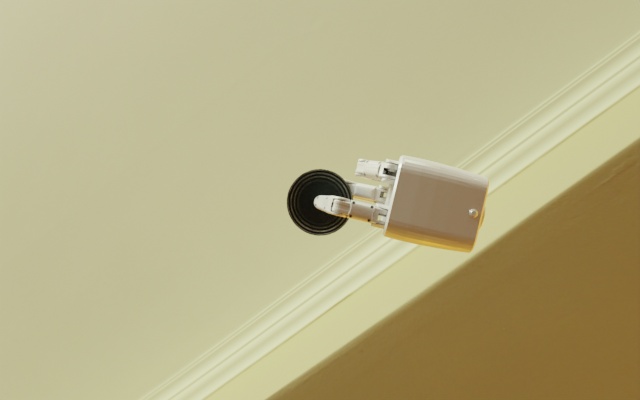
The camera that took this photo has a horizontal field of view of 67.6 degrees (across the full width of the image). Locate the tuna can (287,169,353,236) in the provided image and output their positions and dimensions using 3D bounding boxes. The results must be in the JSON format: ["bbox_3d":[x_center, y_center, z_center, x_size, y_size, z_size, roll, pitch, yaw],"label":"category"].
[{"bbox_3d":[0.000,0.002,0.628,0.086,0.086,0.034,0,2,3],"label":"tuna can"}]
